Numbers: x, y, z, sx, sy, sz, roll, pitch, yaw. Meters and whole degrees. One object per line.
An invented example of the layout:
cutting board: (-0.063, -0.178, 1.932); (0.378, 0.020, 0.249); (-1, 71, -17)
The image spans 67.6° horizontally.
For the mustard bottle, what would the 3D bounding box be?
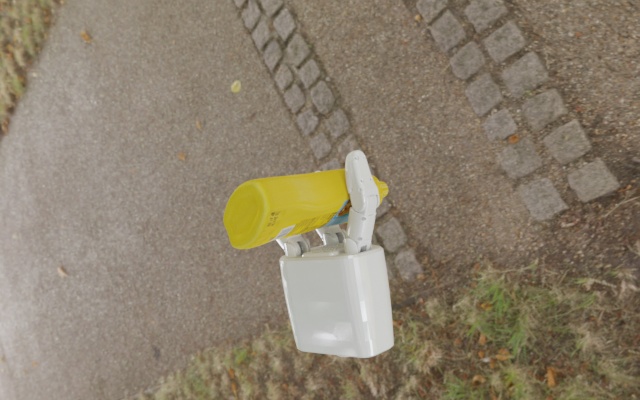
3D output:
mustard bottle: (0.000, 0.001, 0.510); (0.191, 0.058, 0.096); (-11, -21, -37)
